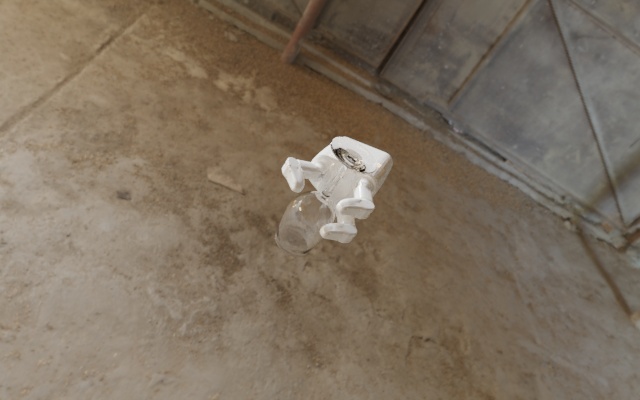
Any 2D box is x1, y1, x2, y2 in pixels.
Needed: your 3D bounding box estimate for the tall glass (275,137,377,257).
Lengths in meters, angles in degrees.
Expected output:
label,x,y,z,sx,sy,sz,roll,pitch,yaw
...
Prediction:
label,x,y,z,sx,sy,sz,roll,pitch,yaw
tall glass,0.000,0.002,0.724,0.079,0.079,0.201,0,-42,-40
